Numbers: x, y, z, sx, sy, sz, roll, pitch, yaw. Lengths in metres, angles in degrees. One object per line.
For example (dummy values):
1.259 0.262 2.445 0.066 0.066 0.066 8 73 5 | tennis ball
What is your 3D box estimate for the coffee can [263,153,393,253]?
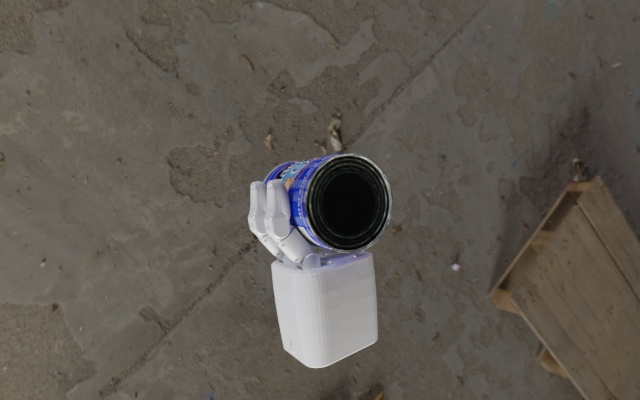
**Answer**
0.000 0.002 0.545 0.103 0.103 0.140 0 1 -26 | coffee can
